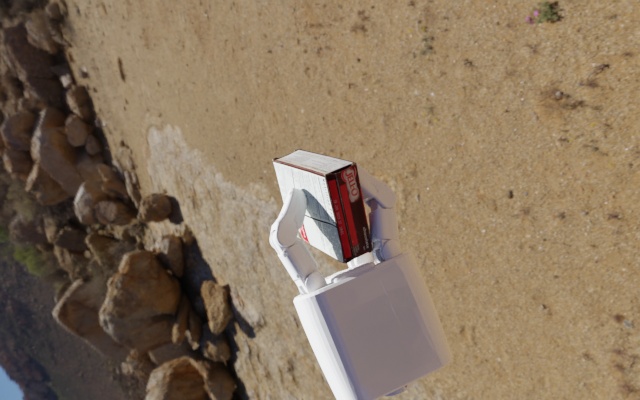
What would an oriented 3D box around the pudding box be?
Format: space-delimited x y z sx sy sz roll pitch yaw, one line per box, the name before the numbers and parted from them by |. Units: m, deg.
pudding box | 0.000 0.002 0.471 0.039 0.090 0.113 -22 23 -27
